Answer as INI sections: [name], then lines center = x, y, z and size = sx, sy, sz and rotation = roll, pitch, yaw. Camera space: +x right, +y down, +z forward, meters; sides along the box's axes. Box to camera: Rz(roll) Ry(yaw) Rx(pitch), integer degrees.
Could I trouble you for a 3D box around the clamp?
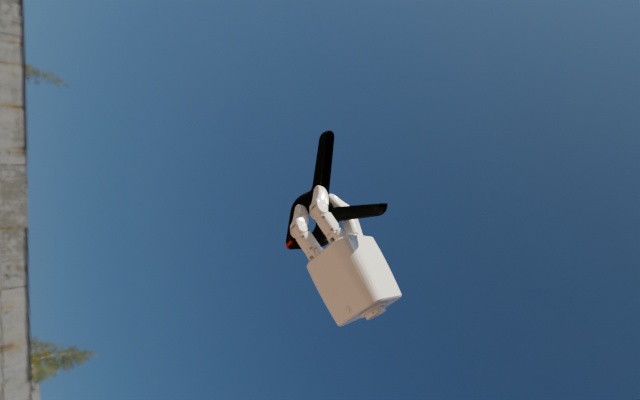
[clamp]
center = 0.000, 0.003, 0.777
size = 0.036, 0.164, 0.210
rotation = -5, -30, -46
